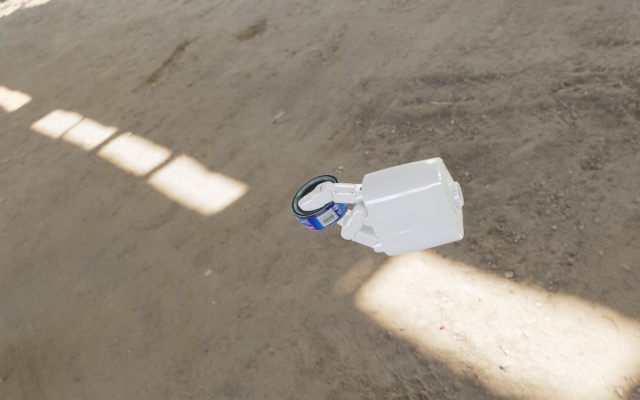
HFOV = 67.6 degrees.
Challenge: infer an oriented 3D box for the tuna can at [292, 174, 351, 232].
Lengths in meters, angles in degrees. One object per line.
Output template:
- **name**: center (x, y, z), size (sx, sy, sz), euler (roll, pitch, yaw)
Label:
- **tuna can**: center (0.000, 0.002, 0.709), size (0.086, 0.086, 0.034), euler (0, -40, 41)
